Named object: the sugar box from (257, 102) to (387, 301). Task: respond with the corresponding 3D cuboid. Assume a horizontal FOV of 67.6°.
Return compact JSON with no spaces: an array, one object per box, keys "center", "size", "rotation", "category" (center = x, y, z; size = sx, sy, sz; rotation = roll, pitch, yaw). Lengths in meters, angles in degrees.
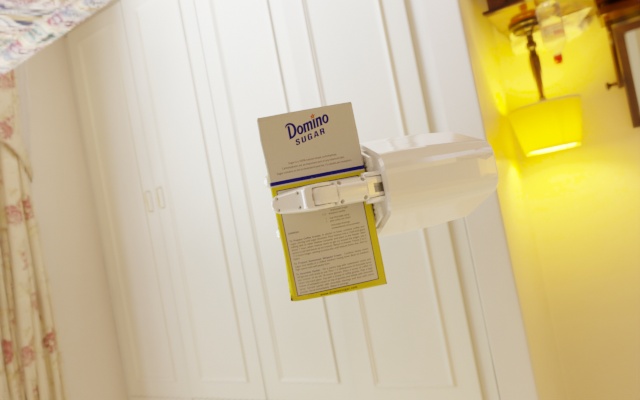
[{"center":[0.000,0.002,0.462],"size":[0.093,0.176,0.048],"rotation":[-10,-2,-5],"category":"sugar box"}]
